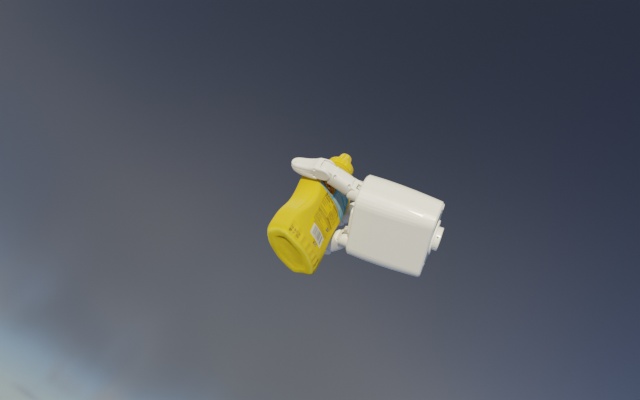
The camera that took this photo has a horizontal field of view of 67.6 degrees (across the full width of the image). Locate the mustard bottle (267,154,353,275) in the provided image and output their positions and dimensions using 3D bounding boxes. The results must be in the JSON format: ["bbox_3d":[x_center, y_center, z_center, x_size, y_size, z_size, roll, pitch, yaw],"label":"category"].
[{"bbox_3d":[0.000,0.002,0.671,0.058,0.096,0.191,2,46,34],"label":"mustard bottle"}]
